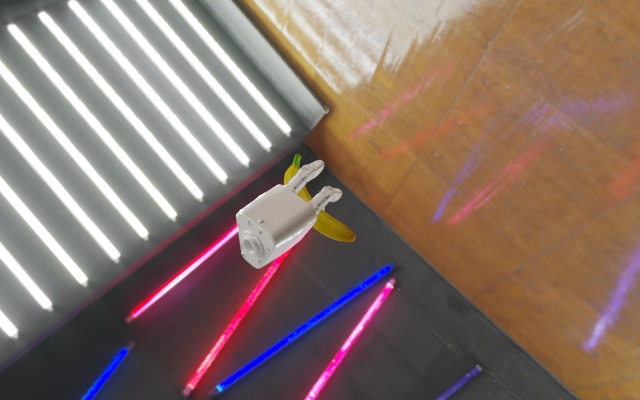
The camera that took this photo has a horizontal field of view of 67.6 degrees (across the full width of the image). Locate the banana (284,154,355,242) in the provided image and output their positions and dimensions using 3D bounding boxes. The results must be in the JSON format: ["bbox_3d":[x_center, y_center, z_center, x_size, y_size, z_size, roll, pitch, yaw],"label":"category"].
[{"bbox_3d":[-0.013,0.010,0.910,0.070,0.198,0.037,-40,-7,36],"label":"banana"}]
